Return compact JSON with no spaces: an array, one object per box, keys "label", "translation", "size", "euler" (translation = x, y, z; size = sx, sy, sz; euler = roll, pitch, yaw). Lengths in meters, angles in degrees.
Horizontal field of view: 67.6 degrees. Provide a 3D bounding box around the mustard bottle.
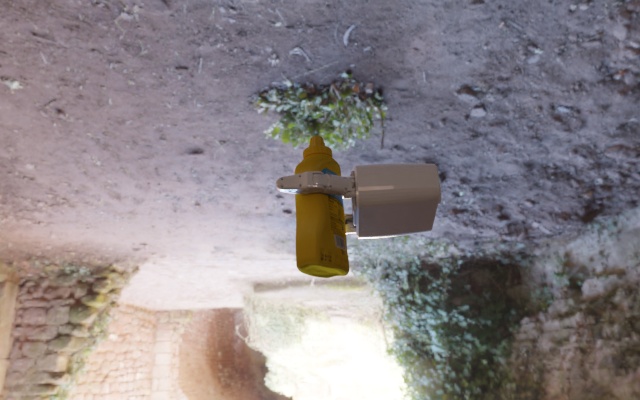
[{"label":"mustard bottle","translation":[0.000,0.002,0.638],"size":[0.058,0.191,0.096],"euler":[-12,-22,25]}]
